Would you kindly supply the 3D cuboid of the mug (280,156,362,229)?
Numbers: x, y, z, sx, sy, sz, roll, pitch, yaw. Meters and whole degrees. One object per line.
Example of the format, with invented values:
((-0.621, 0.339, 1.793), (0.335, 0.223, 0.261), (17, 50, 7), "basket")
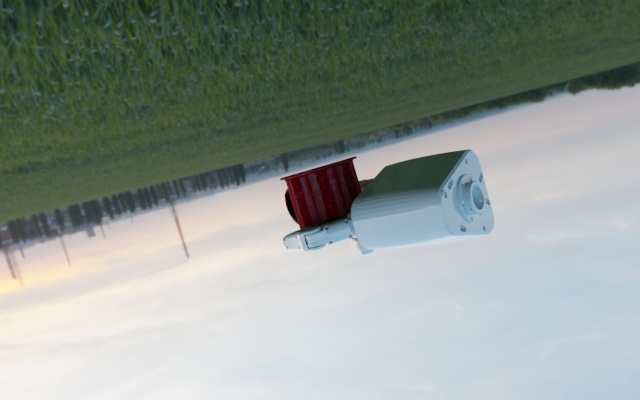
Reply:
((-0.001, 0.002, 0.568), (0.117, 0.081, 0.093), (-13, 5, 43), "mug")
